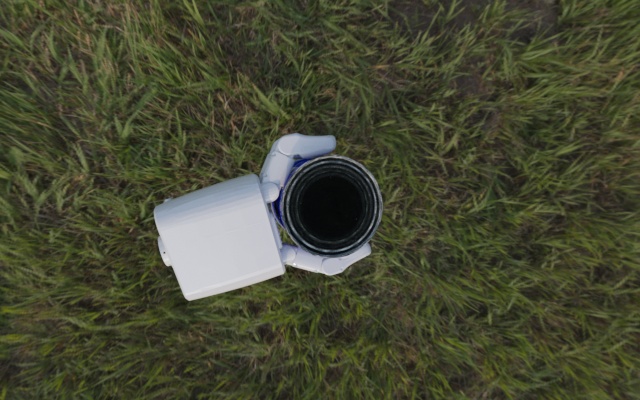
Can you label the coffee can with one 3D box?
[{"bbox_3d":[0.000,0.002,0.535,0.103,0.103,0.140,0,4,-10],"label":"coffee can"}]
